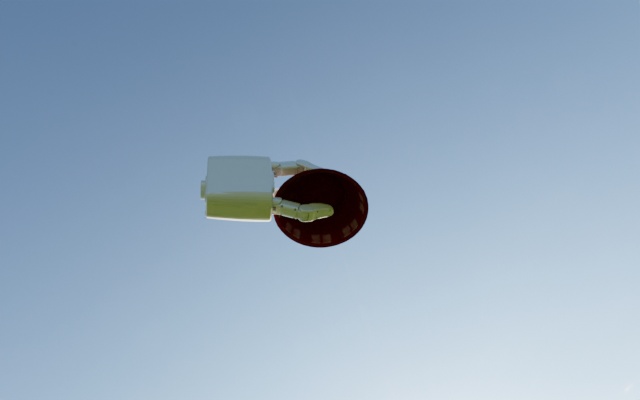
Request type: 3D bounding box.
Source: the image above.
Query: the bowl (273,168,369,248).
[{"bbox_3d":[0.001,0.003,0.822,0.162,0.162,0.055,0,34,0],"label":"bowl"}]
